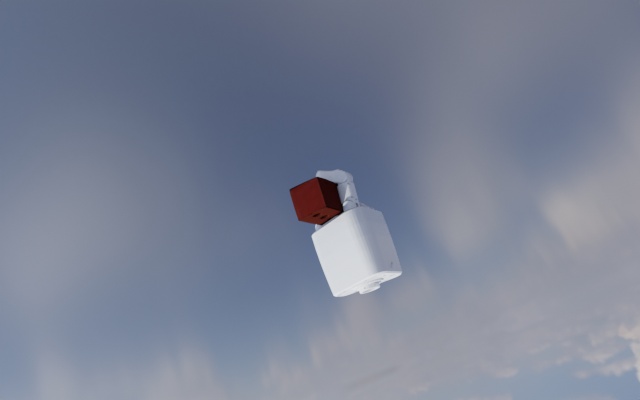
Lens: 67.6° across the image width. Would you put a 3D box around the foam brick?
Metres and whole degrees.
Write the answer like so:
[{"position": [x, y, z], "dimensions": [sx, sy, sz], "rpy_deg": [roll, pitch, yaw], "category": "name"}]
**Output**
[{"position": [0.000, 0.002, 0.726], "dimensions": [0.053, 0.051, 0.078], "rpy_deg": [-25, -20, 26], "category": "foam brick"}]
